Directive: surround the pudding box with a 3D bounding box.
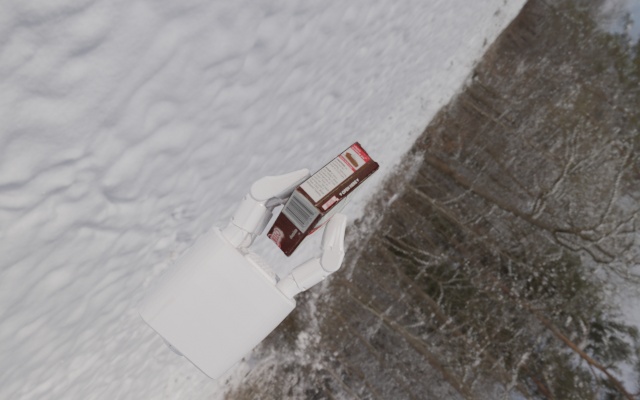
[{"bbox_3d":[0.000,0.002,0.482,0.090,0.039,0.113,-40,-5,-32],"label":"pudding box"}]
